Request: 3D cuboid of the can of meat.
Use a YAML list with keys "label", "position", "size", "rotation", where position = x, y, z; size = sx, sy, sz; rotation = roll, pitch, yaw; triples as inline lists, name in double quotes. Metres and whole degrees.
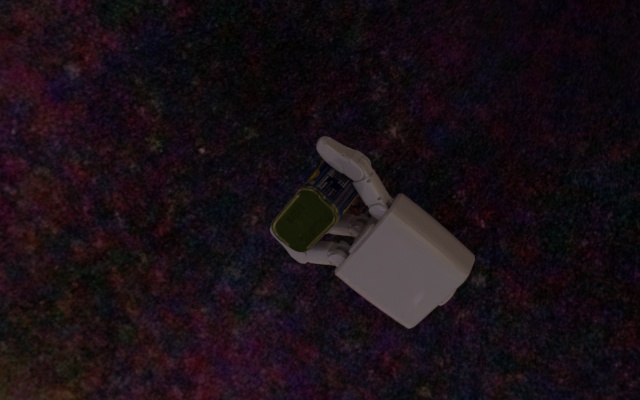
- label: "can of meat"
  position: [0.000, 0.002, 0.529]
  size: [0.102, 0.057, 0.084]
  rotation: [-48, 1, 46]
